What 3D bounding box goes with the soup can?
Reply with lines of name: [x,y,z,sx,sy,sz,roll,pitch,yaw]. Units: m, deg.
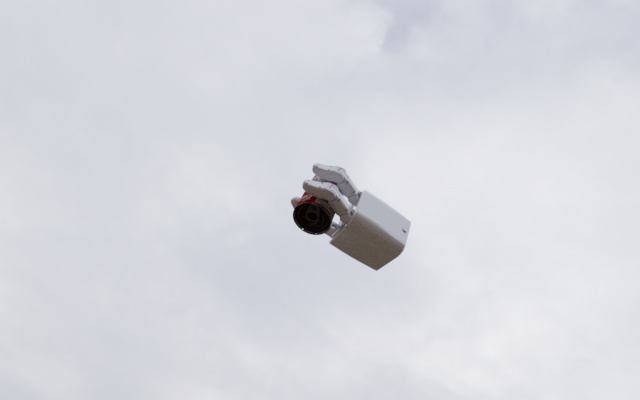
soup can: [0.000,0.002,0.836,0.068,0.068,0.102,0,35,21]
